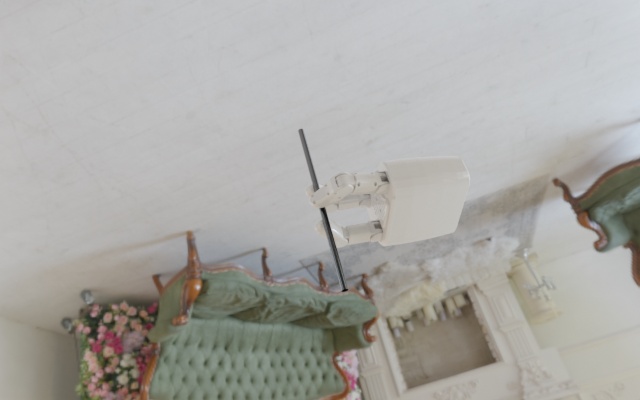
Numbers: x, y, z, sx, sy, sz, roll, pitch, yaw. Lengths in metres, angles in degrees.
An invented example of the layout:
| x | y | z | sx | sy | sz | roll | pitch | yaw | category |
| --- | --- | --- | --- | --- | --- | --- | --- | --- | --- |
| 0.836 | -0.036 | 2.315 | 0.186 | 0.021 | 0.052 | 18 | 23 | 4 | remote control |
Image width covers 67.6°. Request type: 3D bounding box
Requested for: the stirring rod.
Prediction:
| x | y | z | sx | sy | sz | roll | pitch | yaw | category |
| --- | --- | --- | --- | --- | --- | --- | --- | --- | --- |
| 0.000 | 0.002 | 0.596 | 0.011 | 0.239 | 0.011 | -11 | -32 | -7 | stirring rod |
